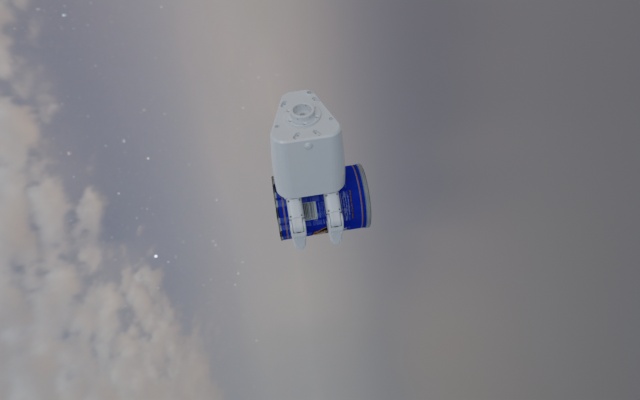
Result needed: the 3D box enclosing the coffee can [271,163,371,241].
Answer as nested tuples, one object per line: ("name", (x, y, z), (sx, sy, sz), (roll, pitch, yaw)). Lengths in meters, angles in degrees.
("coffee can", (0.000, 0.002, 0.749), (0.140, 0.103, 0.103), (-9, 1, -4))
